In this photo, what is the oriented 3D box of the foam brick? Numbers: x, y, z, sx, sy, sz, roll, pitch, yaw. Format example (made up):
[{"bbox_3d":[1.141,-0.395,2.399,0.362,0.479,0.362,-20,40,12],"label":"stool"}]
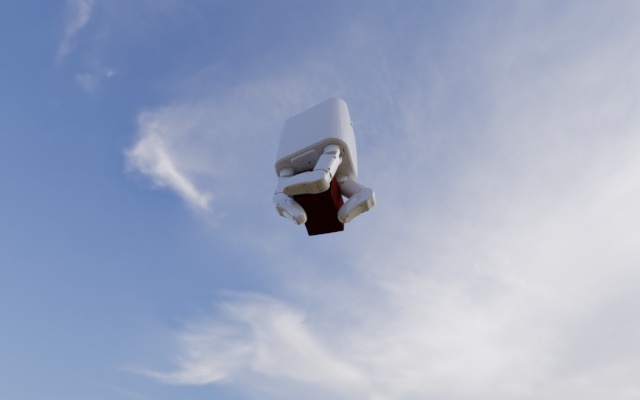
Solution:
[{"bbox_3d":[0.000,0.002,0.651,0.053,0.051,0.078,-8,-46,12],"label":"foam brick"}]
